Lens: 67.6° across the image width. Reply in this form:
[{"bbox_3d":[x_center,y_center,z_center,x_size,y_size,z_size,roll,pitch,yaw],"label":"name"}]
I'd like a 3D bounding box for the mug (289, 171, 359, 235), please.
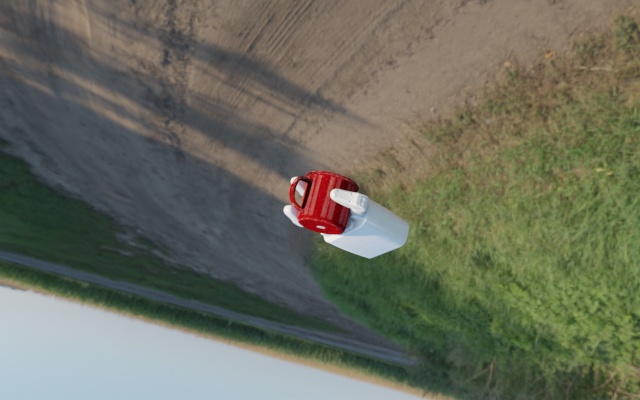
[{"bbox_3d":[-0.001,0.002,0.784,0.117,0.081,0.093,25,-21,-30],"label":"mug"}]
